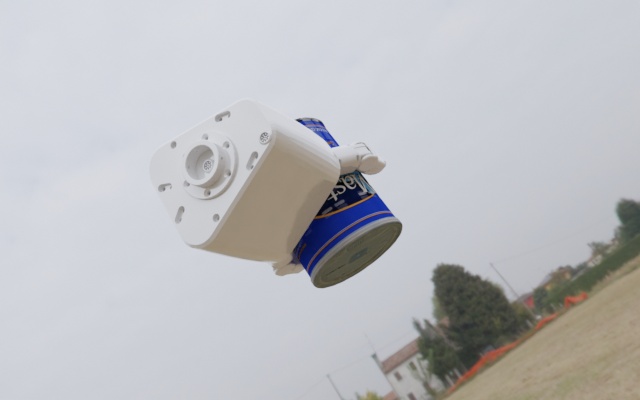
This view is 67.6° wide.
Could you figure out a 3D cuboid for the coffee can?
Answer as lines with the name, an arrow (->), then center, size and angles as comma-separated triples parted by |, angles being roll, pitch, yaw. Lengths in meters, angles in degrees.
coffee can -> 0.000, 0.002, 0.482 | 0.103, 0.140, 0.103 | -29, -24, -15
